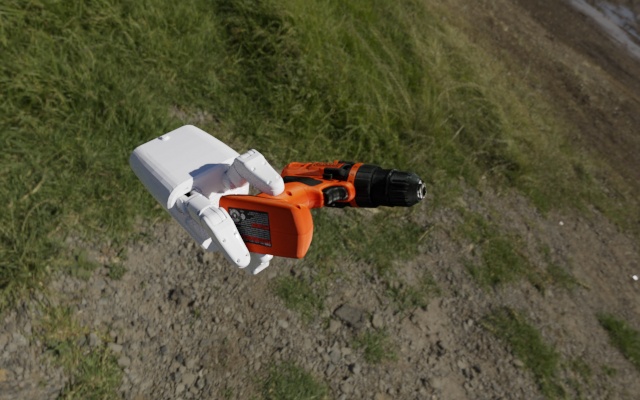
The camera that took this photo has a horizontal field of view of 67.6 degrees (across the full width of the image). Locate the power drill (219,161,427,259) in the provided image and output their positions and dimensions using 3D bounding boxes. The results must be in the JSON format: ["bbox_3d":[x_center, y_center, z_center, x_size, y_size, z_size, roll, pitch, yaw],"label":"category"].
[{"bbox_3d":[0.000,0.002,0.511,0.184,0.057,0.187,4,17,31],"label":"power drill"}]
